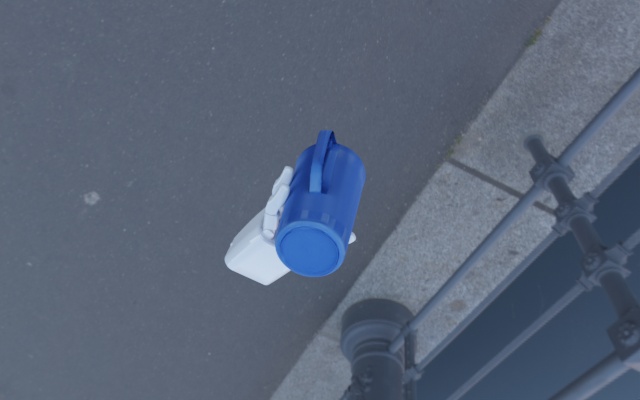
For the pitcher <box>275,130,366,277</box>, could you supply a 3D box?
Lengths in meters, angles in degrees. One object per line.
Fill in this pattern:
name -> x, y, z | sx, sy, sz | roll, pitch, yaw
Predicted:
pitcher -> 0.000, 0.003, 0.799 | 0.145, 0.149, 0.242 | -38, 20, 28
